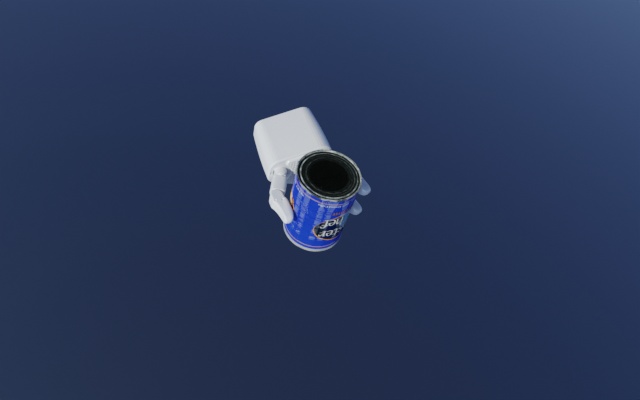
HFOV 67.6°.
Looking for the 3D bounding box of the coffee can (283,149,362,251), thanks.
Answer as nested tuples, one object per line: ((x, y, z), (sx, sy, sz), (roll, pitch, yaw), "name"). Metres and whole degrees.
((0.000, 0.003, 0.773), (0.103, 0.102, 0.140), (0, -37, -15), "coffee can")
